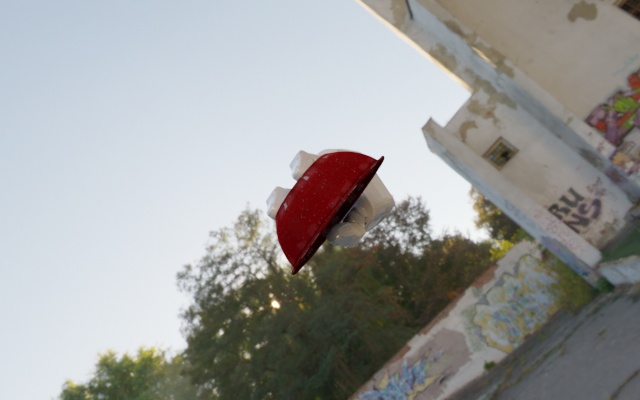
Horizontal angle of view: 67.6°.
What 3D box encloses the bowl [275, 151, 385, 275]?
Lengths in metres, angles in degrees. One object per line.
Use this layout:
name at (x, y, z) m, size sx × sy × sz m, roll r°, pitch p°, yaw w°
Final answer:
bowl at (0.000, 0.001, 0.519) m, size 0.055 × 0.162 × 0.162 m, roll 38°, pitch 4°, yaw 6°
